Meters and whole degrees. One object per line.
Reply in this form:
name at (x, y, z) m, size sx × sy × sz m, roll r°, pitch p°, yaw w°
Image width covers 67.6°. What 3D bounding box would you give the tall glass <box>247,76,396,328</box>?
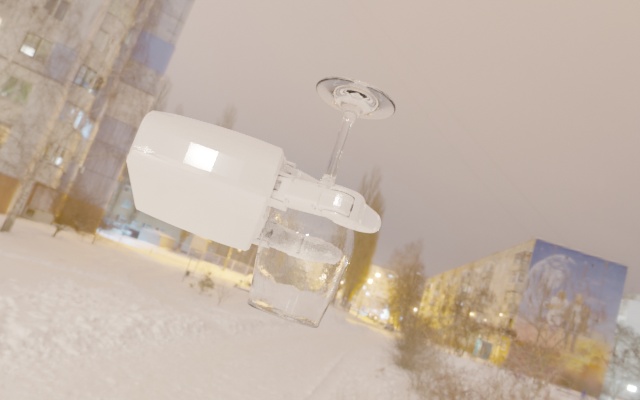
tall glass at (0.000, 0.001, 0.408) m, size 0.079 × 0.201 × 0.079 m, roll 18°, pitch -11°, yaw 3°
